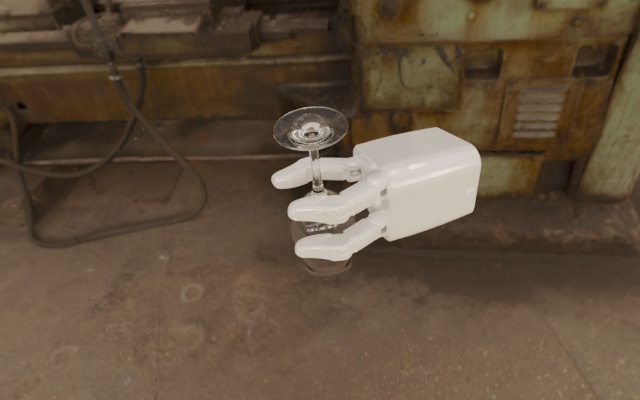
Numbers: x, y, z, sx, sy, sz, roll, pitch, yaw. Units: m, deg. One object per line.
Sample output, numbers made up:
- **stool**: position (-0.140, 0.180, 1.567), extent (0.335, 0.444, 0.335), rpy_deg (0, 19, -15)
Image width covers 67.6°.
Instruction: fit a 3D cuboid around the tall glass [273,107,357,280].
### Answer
- **tall glass**: position (0.000, 0.001, 0.531), extent (0.079, 0.201, 0.079), rpy_deg (-4, 42, 3)
